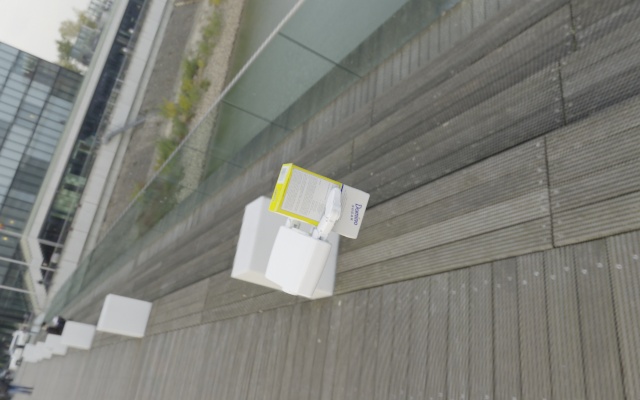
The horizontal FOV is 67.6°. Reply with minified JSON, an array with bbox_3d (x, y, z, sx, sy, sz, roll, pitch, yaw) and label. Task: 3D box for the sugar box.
[{"bbox_3d":[0.000,0.003,0.899,0.176,0.093,0.048,21,-6,-28],"label":"sugar box"}]
